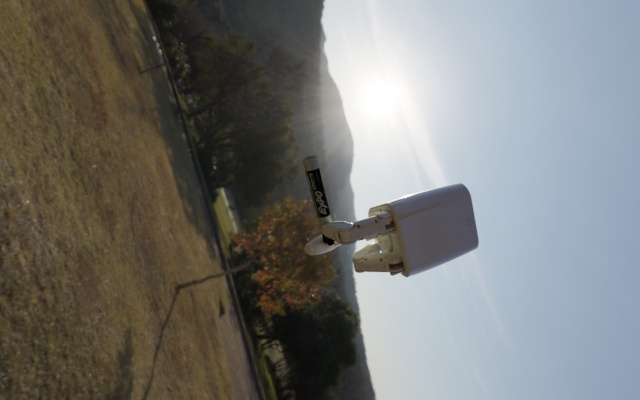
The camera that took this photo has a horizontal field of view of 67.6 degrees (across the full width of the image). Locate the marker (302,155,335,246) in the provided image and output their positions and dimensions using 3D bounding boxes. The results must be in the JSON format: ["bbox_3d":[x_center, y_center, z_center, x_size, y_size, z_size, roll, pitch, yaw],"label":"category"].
[{"bbox_3d":[0.000,0.002,0.618,0.020,0.121,0.020,-13,16,4],"label":"marker"}]
